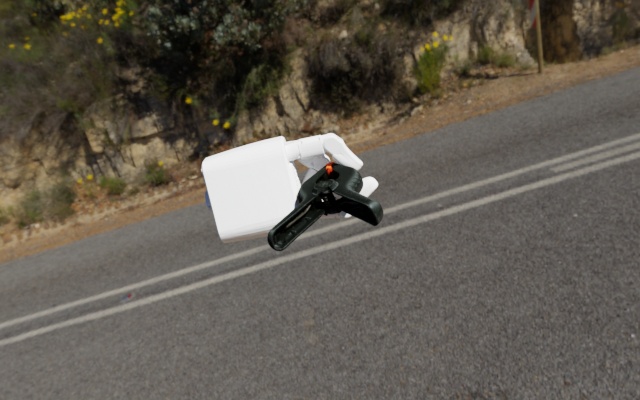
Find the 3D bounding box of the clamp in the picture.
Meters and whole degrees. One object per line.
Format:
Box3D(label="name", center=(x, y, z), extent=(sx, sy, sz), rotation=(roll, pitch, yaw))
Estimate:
Box3D(label="clamp", center=(0.000, 0.001, 0.538), extent=(0.120, 0.039, 0.171), rotation=(-14, 19, 2))
